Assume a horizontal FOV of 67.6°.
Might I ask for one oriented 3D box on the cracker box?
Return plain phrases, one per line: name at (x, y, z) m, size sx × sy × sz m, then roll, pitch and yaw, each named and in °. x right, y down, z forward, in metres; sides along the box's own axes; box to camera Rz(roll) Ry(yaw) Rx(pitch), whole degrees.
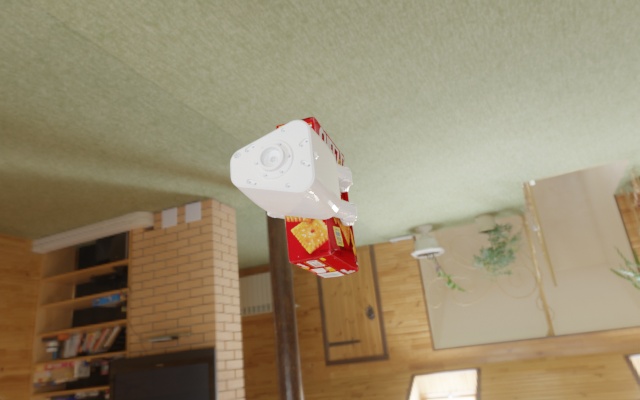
cracker box at (0.000, 0.003, 0.748) m, size 0.072 × 0.213 × 0.164 m, roll -12°, pitch -20°, yaw 15°
